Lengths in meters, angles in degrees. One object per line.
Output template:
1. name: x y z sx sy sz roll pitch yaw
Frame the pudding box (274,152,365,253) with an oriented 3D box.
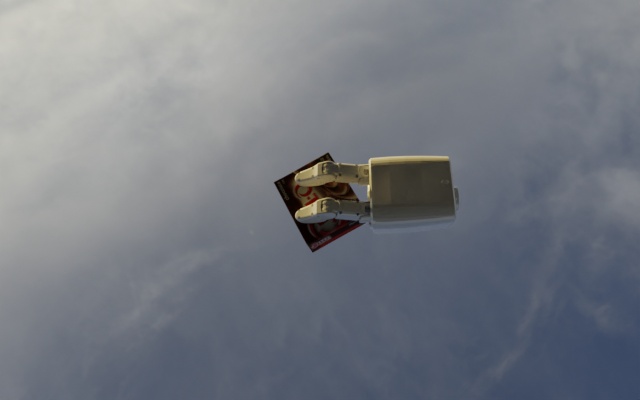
1. pudding box: 0.000 0.002 0.661 0.090 0.113 0.039 -29 -28 -3
